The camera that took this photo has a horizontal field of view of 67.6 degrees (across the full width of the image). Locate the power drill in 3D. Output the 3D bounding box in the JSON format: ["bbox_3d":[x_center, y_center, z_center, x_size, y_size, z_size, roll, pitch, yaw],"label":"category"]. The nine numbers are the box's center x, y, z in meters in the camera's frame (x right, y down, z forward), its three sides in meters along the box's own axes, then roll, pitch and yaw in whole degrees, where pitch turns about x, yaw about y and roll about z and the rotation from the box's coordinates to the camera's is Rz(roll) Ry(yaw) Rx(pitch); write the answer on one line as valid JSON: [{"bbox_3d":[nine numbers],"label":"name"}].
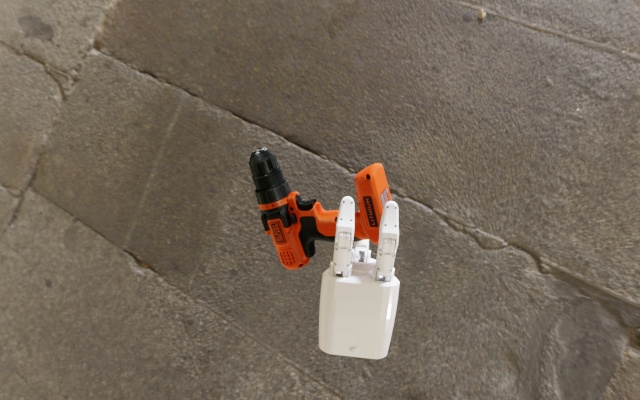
[{"bbox_3d":[0.001,0.002,0.658,0.187,0.184,0.057,-9,19,28],"label":"power drill"}]
